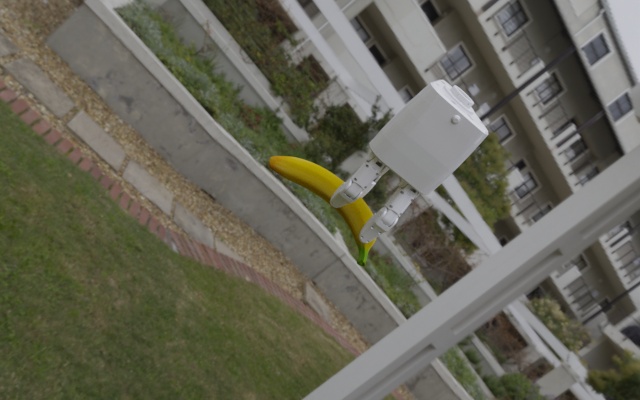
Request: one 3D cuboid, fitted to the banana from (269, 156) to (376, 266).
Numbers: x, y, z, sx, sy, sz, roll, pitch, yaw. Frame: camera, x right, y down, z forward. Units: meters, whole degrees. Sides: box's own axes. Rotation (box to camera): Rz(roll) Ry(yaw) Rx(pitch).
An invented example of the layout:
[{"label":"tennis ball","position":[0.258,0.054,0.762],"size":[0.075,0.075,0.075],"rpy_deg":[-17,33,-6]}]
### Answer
[{"label":"banana","position":[0.014,-0.003,0.661],"size":[0.069,0.197,0.037],"rpy_deg":[-32,-17,-40]}]
